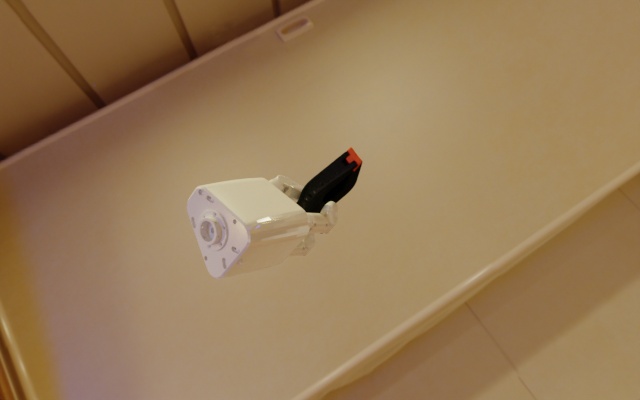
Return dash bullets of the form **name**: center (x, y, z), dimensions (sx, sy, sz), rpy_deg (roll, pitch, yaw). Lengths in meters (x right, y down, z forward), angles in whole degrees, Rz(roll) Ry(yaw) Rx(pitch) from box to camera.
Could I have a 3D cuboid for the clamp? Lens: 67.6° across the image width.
- **clamp**: center (0.000, 0.001, 0.713), dimensions (0.164, 0.036, 0.210), rpy_deg (-10, -31, -53)
